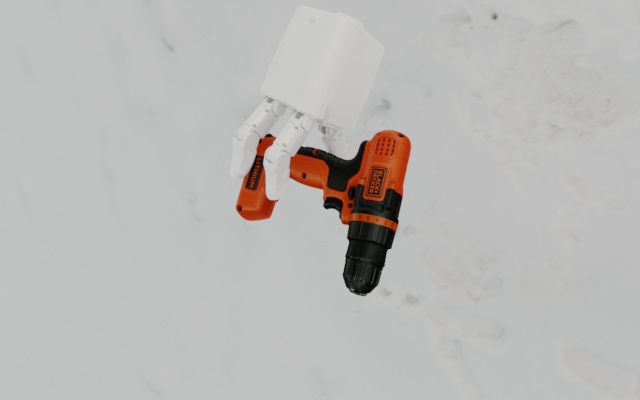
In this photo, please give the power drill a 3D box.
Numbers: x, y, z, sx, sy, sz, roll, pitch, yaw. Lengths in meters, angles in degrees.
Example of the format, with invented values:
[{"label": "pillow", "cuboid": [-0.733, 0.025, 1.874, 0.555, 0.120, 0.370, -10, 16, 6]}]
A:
[{"label": "power drill", "cuboid": [0.000, 0.001, 0.548, 0.187, 0.184, 0.057, 10, -14, 21]}]
